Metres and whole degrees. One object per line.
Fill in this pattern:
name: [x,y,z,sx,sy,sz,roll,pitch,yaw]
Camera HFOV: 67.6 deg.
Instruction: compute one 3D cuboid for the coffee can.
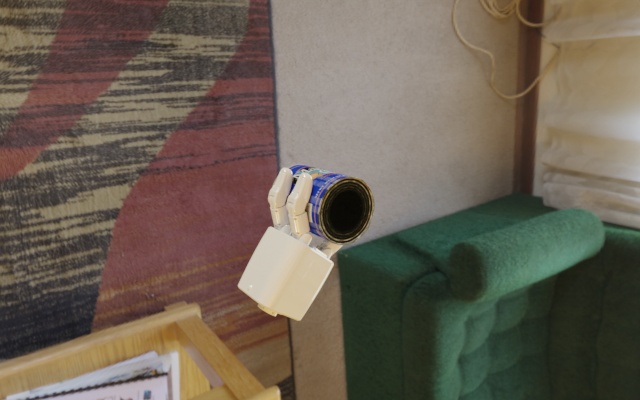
coffee can: [0.000,0.002,0.747,0.103,0.103,0.140,0,11,-35]
